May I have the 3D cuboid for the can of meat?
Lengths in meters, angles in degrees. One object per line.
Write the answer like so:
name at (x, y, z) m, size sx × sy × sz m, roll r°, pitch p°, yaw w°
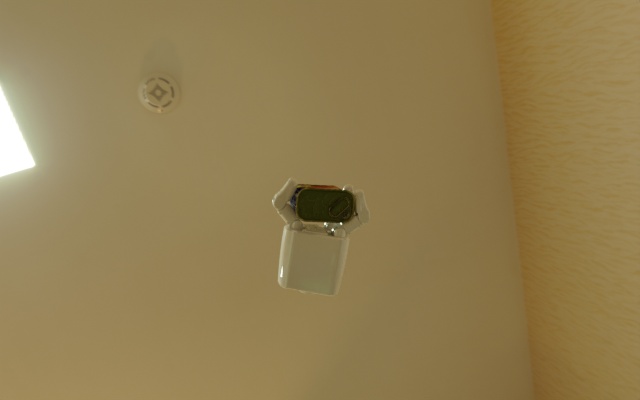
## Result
can of meat at (0.000, 0.003, 0.840) m, size 0.102 × 0.057 × 0.084 m, roll 3°, pitch 8°, yaw -14°
